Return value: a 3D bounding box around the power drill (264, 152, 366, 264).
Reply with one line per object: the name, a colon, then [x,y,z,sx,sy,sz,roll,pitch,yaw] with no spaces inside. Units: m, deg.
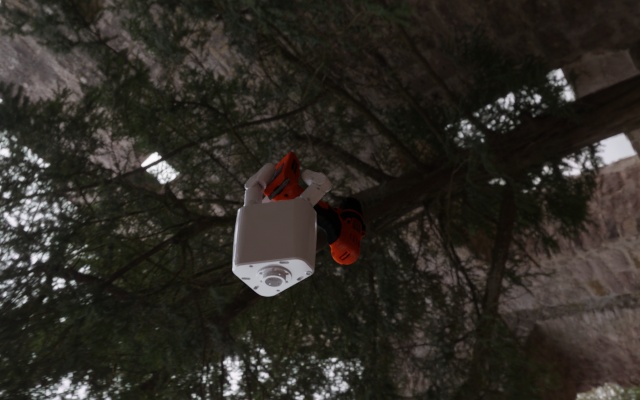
power drill: [0.000,0.003,0.814,0.188,0.057,0.184,40,23,-14]
